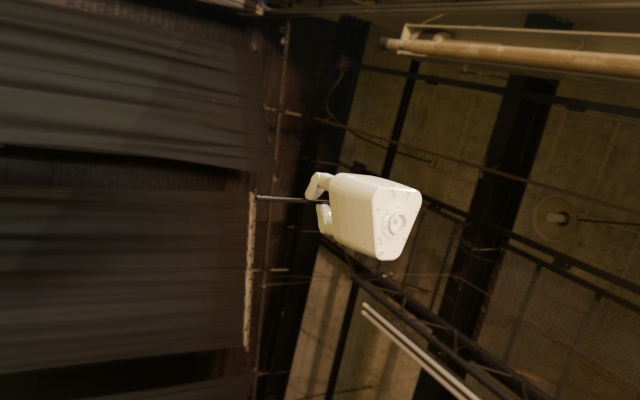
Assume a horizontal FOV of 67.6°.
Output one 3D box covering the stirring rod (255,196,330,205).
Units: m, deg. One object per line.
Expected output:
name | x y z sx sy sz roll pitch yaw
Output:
stirring rod | 0.000 0.003 0.808 0.239 0.011 0.011 4 -2 -33
